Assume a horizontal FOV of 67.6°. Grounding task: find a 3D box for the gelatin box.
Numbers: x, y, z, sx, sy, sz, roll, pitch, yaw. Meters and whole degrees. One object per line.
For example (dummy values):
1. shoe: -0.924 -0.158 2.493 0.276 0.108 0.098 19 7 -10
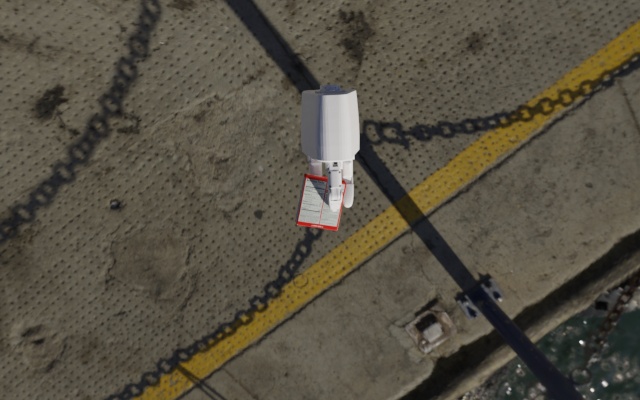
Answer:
1. gelatin box: 0.000 0.003 0.827 0.073 0.089 0.030 9 12 -11
